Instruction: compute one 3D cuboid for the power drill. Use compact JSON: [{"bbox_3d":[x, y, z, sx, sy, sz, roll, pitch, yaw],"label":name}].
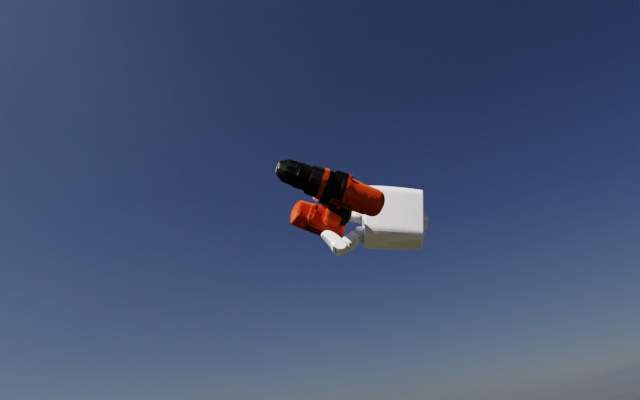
[{"bbox_3d":[0.000,0.003,0.832,0.184,0.057,0.188,22,-23,-5],"label":"power drill"}]
